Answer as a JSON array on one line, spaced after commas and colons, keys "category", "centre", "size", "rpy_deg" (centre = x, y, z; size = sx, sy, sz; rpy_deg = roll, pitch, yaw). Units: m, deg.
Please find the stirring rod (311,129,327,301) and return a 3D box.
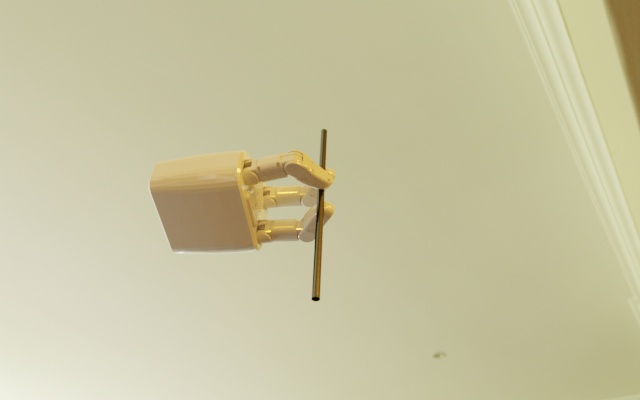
[{"category": "stirring rod", "centre": [0.000, 0.002, 0.516], "size": [0.011, 0.239, 0.011], "rpy_deg": [2, -43, 1]}]
